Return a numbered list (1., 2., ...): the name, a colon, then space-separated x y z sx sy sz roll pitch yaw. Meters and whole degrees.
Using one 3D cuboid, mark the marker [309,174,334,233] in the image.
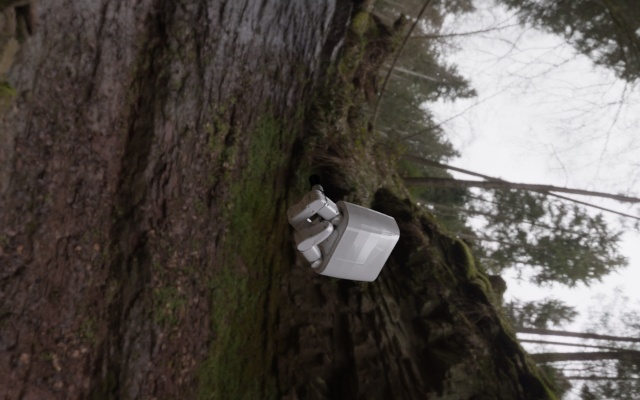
1. marker: 0.000 0.002 0.746 0.020 0.121 0.020 -8 -44 -8
